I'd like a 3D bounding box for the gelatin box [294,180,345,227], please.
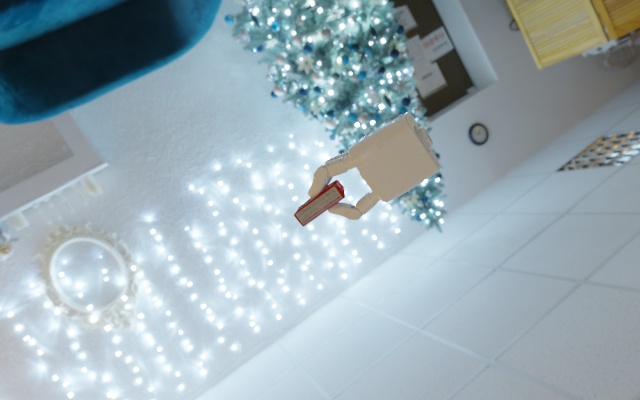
[{"bbox_3d":[0.000,0.003,0.816,0.089,0.030,0.073,-36,5,8],"label":"gelatin box"}]
